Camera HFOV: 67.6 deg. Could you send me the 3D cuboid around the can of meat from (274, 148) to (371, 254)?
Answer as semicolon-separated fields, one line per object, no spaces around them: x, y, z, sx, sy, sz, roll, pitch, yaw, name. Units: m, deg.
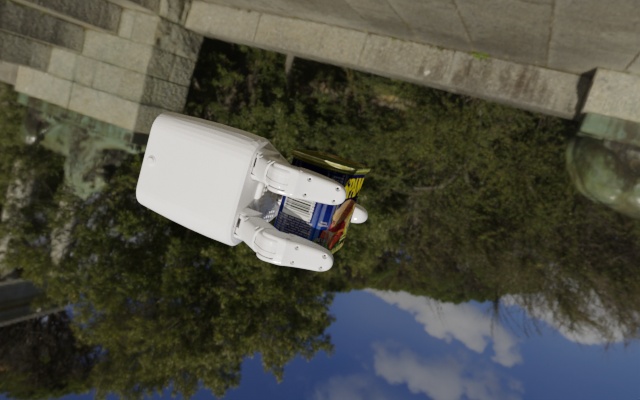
0.000;0.002;0.435;0.057;0.084;0.102;19;9;15;can of meat
